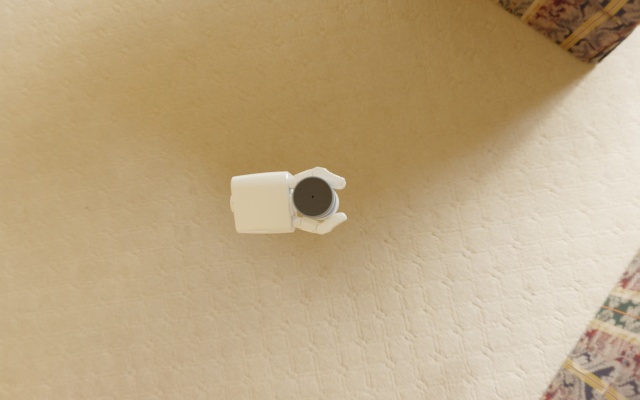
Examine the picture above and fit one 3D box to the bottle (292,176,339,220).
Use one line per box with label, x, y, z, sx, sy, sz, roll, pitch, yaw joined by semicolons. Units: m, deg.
bottle;0.000;0.003;0.899;0.069;0.069;0.296;0;-3;5
